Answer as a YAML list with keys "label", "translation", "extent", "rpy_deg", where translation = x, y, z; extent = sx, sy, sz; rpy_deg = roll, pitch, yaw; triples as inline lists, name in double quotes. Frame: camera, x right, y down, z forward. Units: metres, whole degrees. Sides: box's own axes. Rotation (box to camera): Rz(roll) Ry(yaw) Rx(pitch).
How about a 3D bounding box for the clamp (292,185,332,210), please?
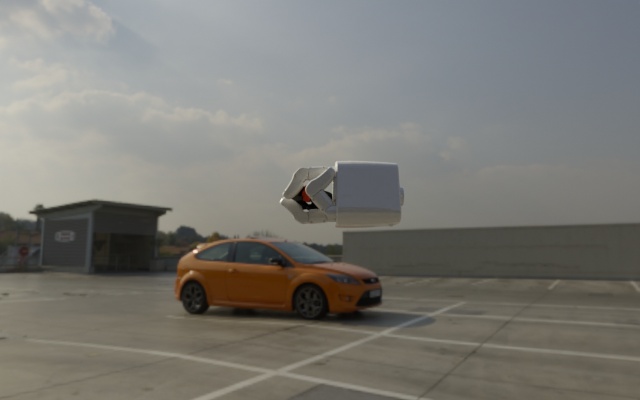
- label: "clamp"
  translation: [0.000, 0.002, 0.887]
  extent: [0.120, 0.039, 0.171]
  rpy_deg: [0, -7, 0]
